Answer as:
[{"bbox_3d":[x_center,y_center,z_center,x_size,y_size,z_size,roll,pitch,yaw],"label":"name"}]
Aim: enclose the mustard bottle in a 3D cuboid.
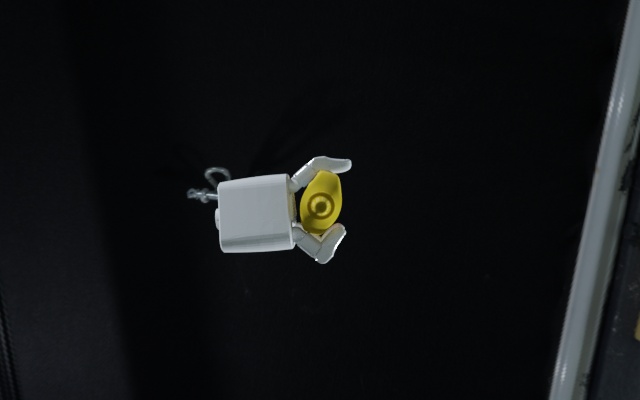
[{"bbox_3d":[0.000,0.002,0.732,0.058,0.096,0.191,19,4,-1],"label":"mustard bottle"}]
